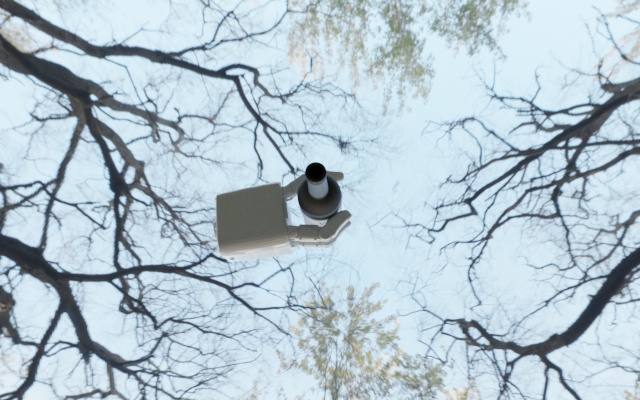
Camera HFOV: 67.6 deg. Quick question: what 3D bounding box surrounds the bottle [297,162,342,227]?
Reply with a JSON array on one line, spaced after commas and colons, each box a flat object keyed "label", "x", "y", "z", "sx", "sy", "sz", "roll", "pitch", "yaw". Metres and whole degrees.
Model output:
[{"label": "bottle", "x": 0.000, "y": 0.002, "z": 0.743, "sx": 0.069, "sy": 0.069, "sz": 0.296, "roll": 0, "pitch": -15, "yaw": 3}]
